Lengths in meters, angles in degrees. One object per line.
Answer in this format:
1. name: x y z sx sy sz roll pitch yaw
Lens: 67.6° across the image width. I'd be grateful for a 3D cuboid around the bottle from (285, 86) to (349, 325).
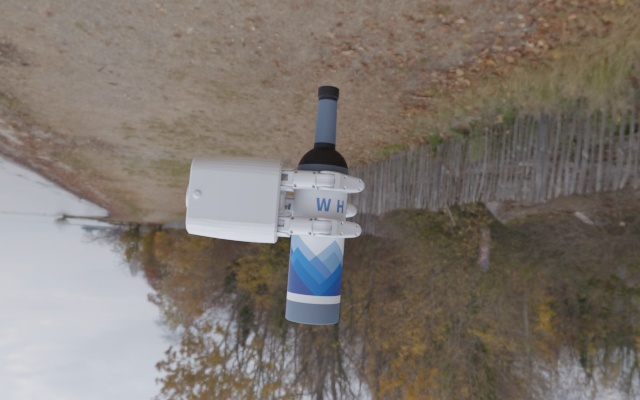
1. bottle: 0.000 0.002 0.605 0.069 0.295 0.069 4 -4 0
